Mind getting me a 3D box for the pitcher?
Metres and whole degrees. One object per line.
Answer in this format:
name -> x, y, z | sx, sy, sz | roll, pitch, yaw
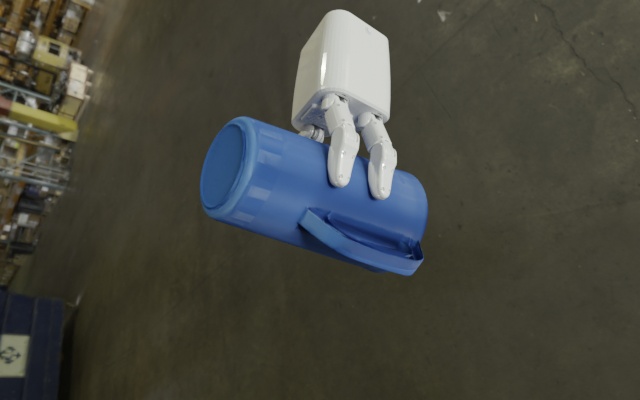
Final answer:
pitcher -> 0.000, 0.002, 0.530 | 0.243, 0.145, 0.149 | 18, -21, -36
